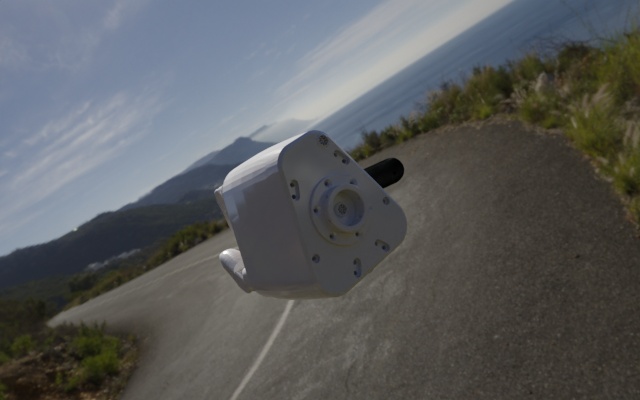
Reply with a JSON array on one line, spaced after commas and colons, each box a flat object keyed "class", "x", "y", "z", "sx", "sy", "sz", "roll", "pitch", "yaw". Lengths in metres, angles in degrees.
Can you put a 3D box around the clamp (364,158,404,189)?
[{"class": "clamp", "x": 0.000, "y": 0.001, "z": 0.476, "sx": 0.171, "sy": 0.039, "sz": 0.120, "roll": -36, "pitch": 11, "yaw": -29}]
